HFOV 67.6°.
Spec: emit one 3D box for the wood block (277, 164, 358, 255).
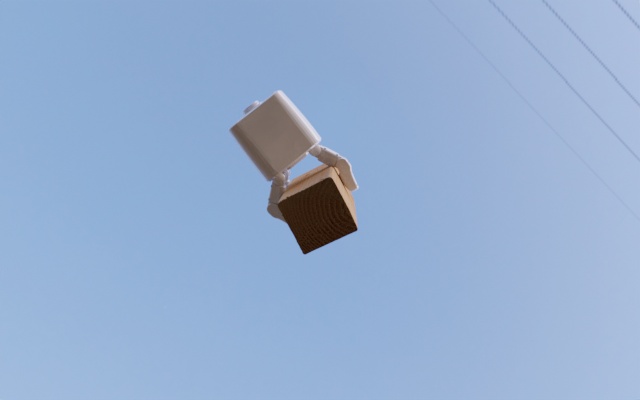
[{"bbox_3d":[0.000,0.002,0.780,0.091,0.090,0.206,-26,10,8],"label":"wood block"}]
